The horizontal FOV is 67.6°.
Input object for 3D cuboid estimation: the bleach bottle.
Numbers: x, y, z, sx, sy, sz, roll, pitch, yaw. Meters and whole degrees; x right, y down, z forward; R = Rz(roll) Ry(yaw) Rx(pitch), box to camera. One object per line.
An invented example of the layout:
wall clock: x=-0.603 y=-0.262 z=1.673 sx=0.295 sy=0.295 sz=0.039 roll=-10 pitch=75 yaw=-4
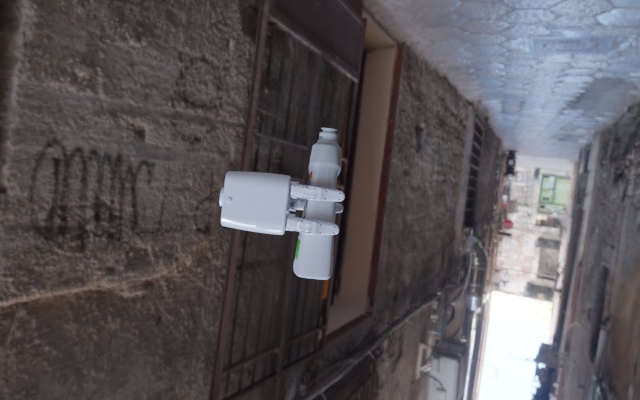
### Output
bleach bottle: x=0.000 y=0.003 z=0.823 sx=0.068 sy=0.251 sz=0.102 roll=6 pitch=3 yaw=-3
